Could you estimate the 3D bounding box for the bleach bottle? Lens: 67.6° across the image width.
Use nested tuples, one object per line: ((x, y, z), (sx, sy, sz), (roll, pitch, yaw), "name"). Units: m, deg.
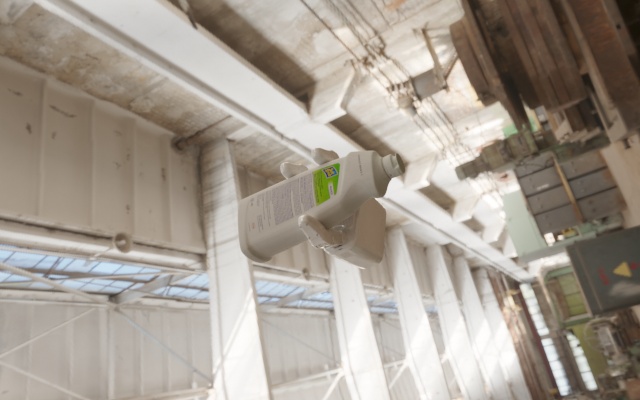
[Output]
((0.000, 0.002, 0.670), (0.251, 0.102, 0.068), (-22, -31, 24), "bleach bottle")
